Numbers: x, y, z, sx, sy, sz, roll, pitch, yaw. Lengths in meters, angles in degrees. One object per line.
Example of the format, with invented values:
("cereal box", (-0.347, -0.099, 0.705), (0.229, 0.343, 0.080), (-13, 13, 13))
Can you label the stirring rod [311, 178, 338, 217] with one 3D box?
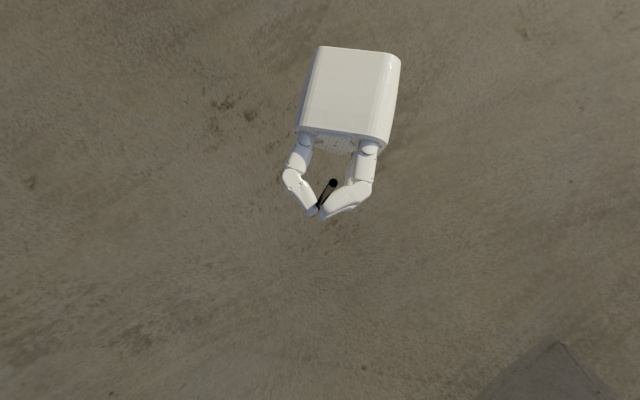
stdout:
("stirring rod", (0.000, 0.002, 0.528), (0.011, 0.011, 0.239), (0, -8, -5))
